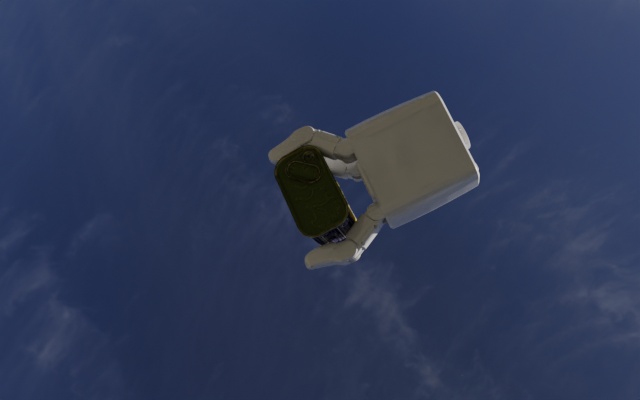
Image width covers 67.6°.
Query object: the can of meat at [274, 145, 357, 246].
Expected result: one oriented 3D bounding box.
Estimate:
[{"bbox_3d":[0.000,0.002,0.535,0.057,0.102,0.084,-29,-25,5],"label":"can of meat"}]
